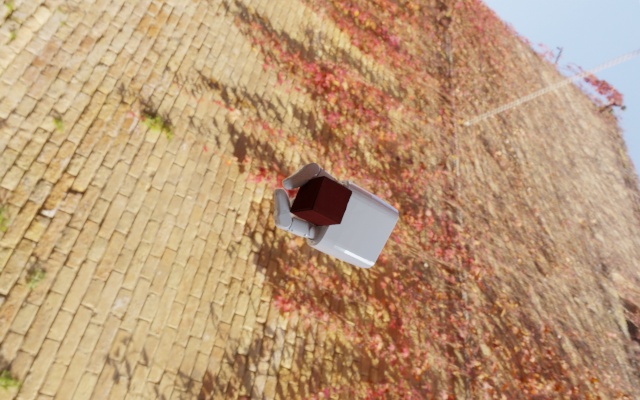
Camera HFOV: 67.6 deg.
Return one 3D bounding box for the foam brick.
[{"bbox_3d":[0.000,0.002,0.687,0.051,0.053,0.078,28,-16,-21],"label":"foam brick"}]
